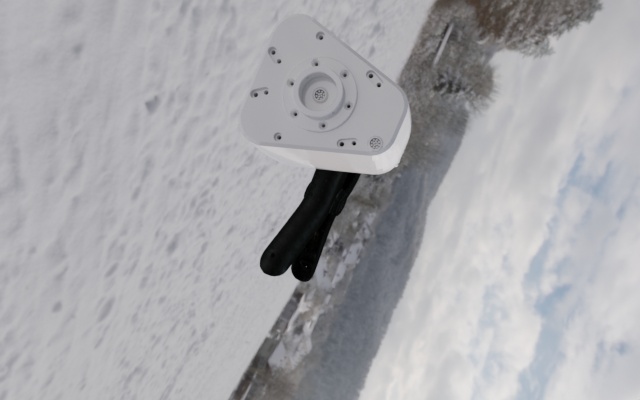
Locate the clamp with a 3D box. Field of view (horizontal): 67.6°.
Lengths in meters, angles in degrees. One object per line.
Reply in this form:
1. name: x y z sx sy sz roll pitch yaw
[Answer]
1. clamp: 0.001 0.002 0.439 0.039 0.171 0.120 23 3 10
